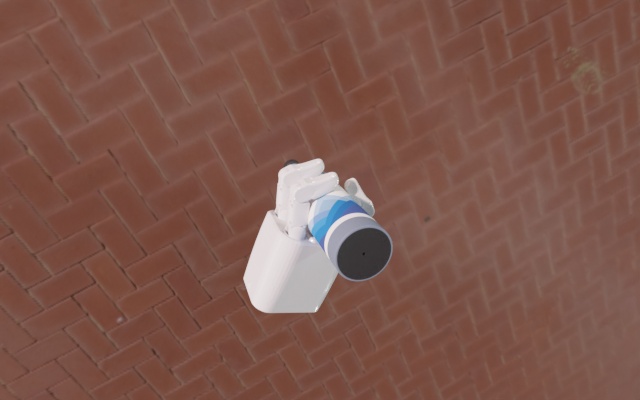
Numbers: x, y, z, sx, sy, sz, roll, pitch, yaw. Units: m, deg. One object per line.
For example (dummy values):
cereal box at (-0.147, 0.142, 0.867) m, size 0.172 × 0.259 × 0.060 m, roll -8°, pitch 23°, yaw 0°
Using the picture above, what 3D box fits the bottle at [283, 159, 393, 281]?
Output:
bottle at (0.000, 0.002, 0.630) m, size 0.069 × 0.069 × 0.295 m, roll 0°, pitch 22°, yaw -20°
